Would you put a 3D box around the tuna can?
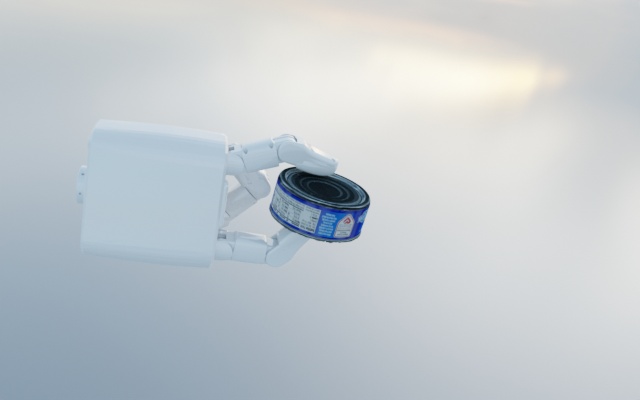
[{"bbox_3d":[0.000,0.001,0.422,0.086,0.034,0.086,15,22,-6],"label":"tuna can"}]
